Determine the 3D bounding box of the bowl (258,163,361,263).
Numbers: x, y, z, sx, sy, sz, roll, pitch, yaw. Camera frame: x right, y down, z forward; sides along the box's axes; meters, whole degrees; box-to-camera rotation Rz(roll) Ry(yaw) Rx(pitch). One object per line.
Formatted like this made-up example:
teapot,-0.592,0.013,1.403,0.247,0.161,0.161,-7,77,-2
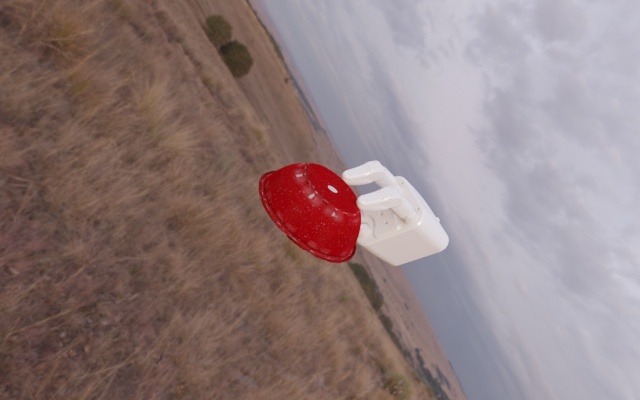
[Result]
bowl,0.000,0.002,0.623,0.055,0.162,0.162,-48,-25,25
